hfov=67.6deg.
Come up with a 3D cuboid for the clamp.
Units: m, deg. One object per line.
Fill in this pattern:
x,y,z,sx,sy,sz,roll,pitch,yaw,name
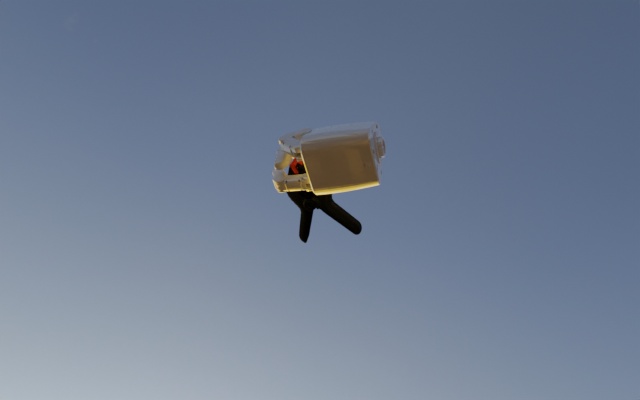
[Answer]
0.000,0.002,0.816,0.120,0.172,0.039,-7,35,16,clamp
